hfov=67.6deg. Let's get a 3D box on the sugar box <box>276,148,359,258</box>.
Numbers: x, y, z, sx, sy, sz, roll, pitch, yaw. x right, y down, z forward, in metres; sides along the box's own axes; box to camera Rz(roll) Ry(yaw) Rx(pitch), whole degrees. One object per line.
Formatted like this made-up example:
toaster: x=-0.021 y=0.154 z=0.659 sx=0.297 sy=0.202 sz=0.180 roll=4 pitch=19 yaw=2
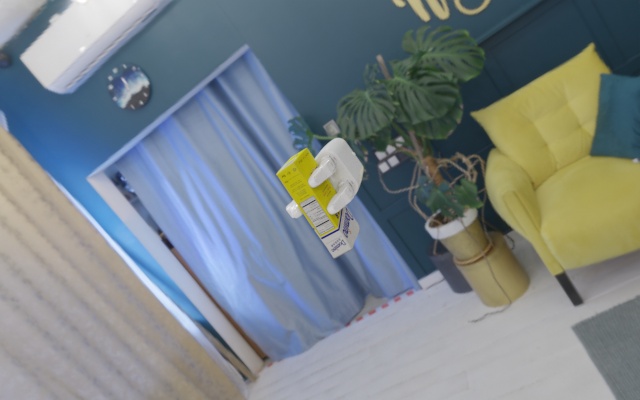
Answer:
sugar box: x=0.001 y=0.002 z=0.821 sx=0.048 sy=0.176 sz=0.093 roll=-32 pitch=12 yaw=23
